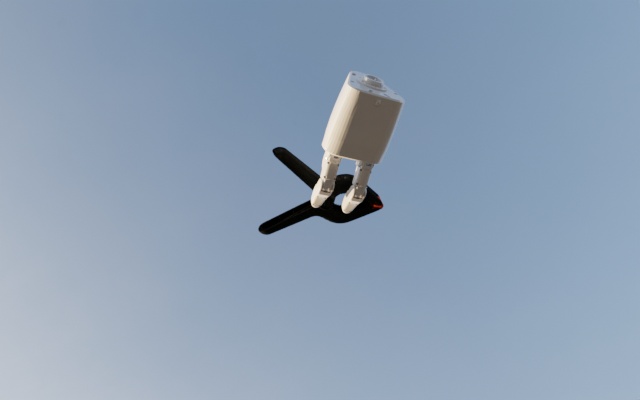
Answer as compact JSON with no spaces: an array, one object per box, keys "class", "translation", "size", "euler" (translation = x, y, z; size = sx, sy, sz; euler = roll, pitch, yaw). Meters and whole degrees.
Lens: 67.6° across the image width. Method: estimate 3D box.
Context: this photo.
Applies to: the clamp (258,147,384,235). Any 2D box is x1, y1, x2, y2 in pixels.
[{"class":"clamp","translation":[0.001,0.002,0.801],"size":[0.210,0.165,0.036],"euler":[11,33,-18]}]
